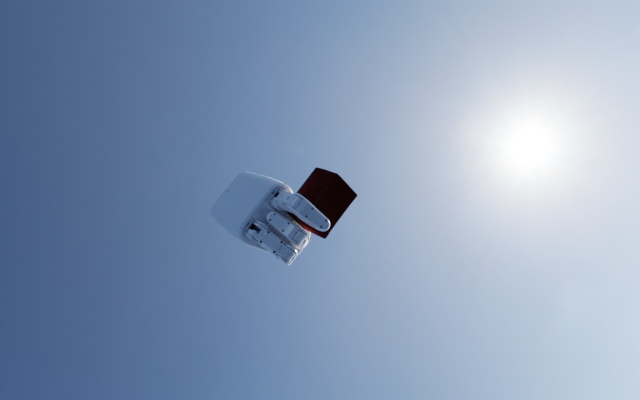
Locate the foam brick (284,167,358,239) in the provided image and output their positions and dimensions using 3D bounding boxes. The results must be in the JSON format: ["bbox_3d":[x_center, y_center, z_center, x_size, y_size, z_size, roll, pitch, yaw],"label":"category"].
[{"bbox_3d":[0.000,0.002,0.654,0.051,0.078,0.053,22,-20,51],"label":"foam brick"}]
